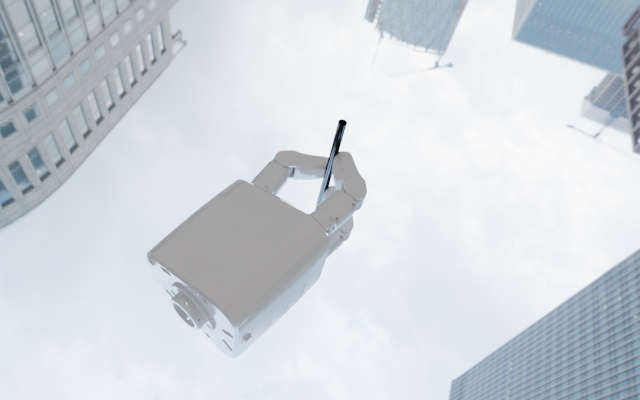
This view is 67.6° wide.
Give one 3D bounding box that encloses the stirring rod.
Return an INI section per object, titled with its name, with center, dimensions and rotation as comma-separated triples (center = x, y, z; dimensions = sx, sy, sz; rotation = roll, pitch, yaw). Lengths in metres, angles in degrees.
[stirring rod]
center = 0.000, 0.002, 0.510
dimensions = 0.011, 0.011, 0.240
rotation = 0, -35, -11
